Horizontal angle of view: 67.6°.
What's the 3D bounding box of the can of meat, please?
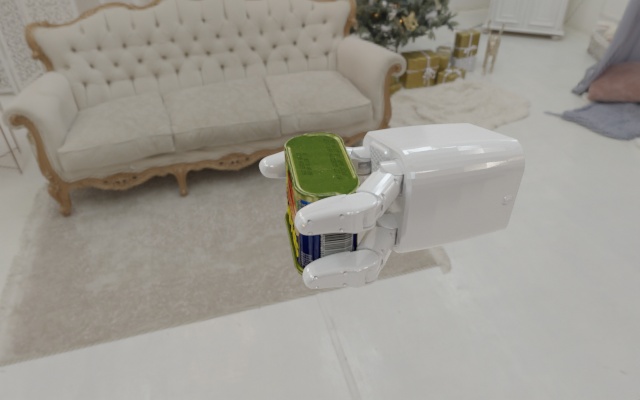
[{"bbox_3d":[0.000,0.001,0.408,0.057,0.084,0.102,-6,37,-9],"label":"can of meat"}]
